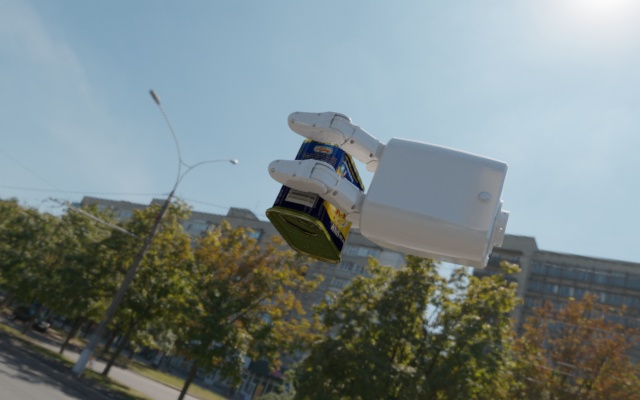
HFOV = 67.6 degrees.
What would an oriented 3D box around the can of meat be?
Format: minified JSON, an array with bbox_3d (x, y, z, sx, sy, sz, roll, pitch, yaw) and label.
[{"bbox_3d":[0.000,0.001,0.465,0.057,0.084,0.102,13,-25,25],"label":"can of meat"}]
